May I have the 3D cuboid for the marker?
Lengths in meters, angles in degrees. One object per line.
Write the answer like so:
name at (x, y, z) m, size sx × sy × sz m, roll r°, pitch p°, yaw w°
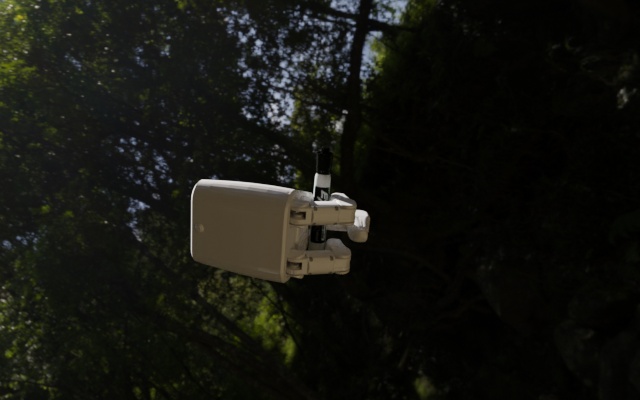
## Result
marker at (0.000, 0.002, 0.522) m, size 0.020 × 0.121 × 0.020 m, roll 5°, pitch 16°, yaw -1°
